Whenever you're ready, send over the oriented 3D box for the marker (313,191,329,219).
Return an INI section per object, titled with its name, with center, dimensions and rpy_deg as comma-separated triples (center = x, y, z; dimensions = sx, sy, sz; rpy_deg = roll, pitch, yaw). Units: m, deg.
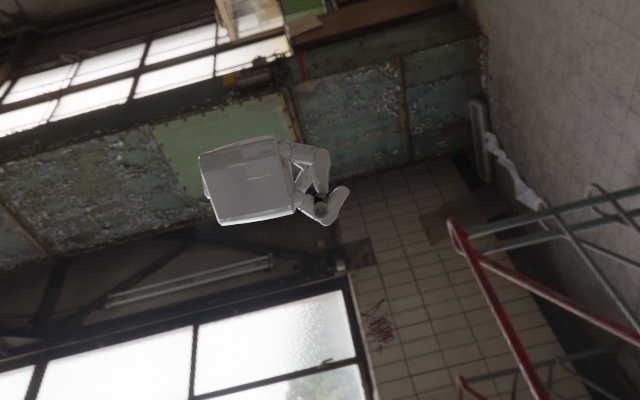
[marker]
center = 0.000, 0.002, 0.619
dimensions = 0.020, 0.020, 0.121
rpy_deg = 0, 11, 0
